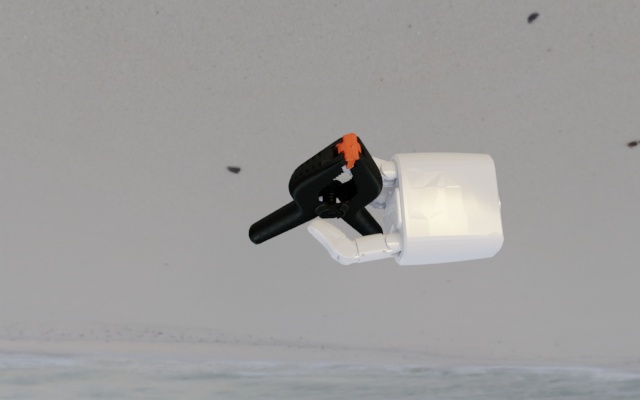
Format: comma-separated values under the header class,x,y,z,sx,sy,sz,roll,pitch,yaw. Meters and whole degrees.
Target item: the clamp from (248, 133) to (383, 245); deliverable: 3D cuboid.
class,x,y,z,sx,sy,sz,roll,pitch,yaw
clamp,0.000,0.002,0.506,0.164,0.036,0.210,-3,-27,-5
